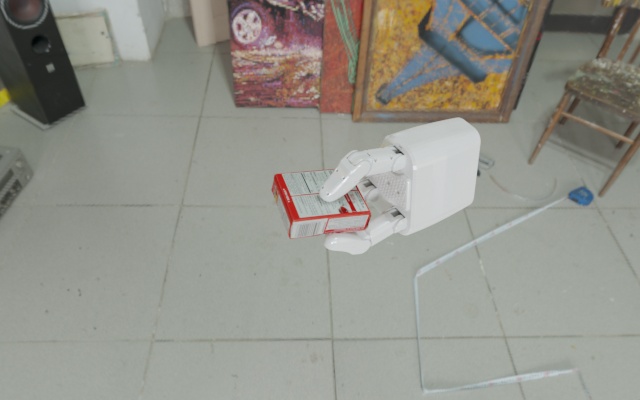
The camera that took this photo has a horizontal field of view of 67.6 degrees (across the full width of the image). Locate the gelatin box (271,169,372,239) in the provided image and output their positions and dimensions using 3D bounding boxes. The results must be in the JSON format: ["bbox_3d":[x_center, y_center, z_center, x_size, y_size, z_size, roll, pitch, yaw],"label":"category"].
[{"bbox_3d":[0.000,0.001,0.509,0.089,0.030,0.073,-5,45,-21],"label":"gelatin box"}]
